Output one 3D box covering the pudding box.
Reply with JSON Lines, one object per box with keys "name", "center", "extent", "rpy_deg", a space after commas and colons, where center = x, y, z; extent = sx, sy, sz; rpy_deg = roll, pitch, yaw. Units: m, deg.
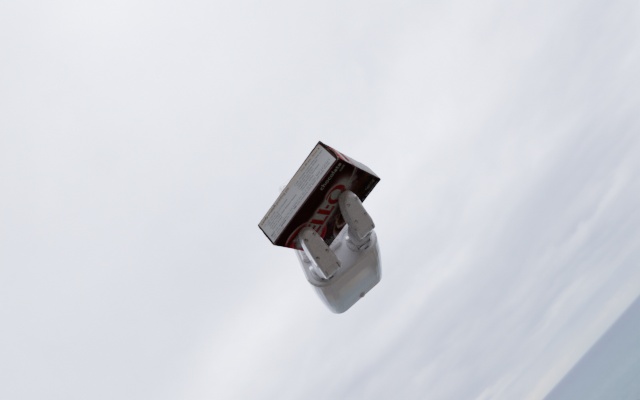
{"name": "pudding box", "center": [0.000, 0.002, 0.505], "extent": [0.039, 0.113, 0.090], "rpy_deg": [42, 14, 32]}
